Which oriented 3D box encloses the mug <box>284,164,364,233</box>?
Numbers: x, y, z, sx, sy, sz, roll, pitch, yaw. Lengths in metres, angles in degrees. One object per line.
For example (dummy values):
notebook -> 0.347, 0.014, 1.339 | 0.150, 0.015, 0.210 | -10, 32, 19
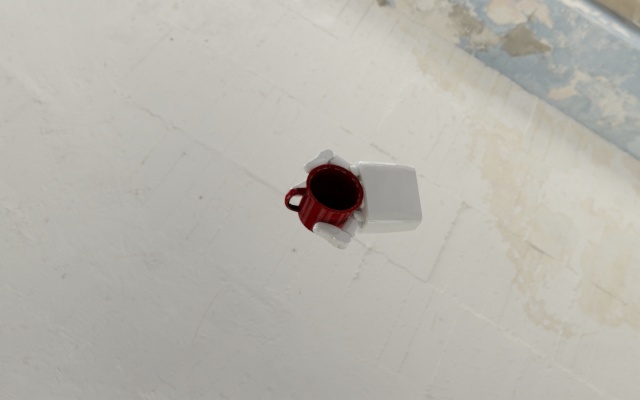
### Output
mug -> -0.001, 0.003, 0.758 | 0.117, 0.093, 0.081 | 1, -34, -20
